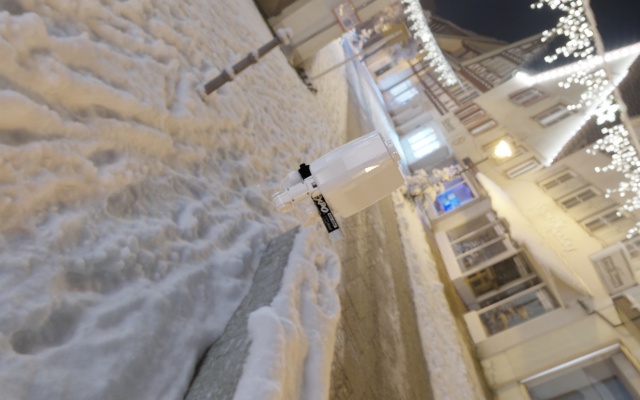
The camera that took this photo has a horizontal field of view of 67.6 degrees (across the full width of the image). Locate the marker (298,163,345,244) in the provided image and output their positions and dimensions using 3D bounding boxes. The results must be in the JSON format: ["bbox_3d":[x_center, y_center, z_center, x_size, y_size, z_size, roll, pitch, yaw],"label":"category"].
[{"bbox_3d":[0.000,0.002,0.666,0.020,0.121,0.020,-25,-10,-5],"label":"marker"}]
